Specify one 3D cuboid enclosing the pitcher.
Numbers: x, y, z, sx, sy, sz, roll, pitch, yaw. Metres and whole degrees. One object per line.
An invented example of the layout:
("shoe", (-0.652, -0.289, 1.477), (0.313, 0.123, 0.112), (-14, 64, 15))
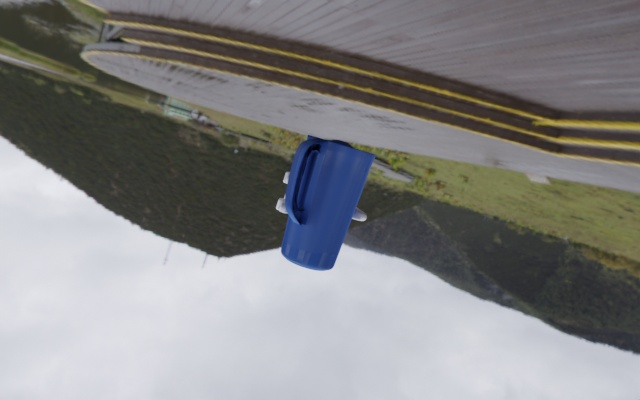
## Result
("pitcher", (0.000, 0.003, 0.900), (0.149, 0.243, 0.145), (16, 6, -7))
